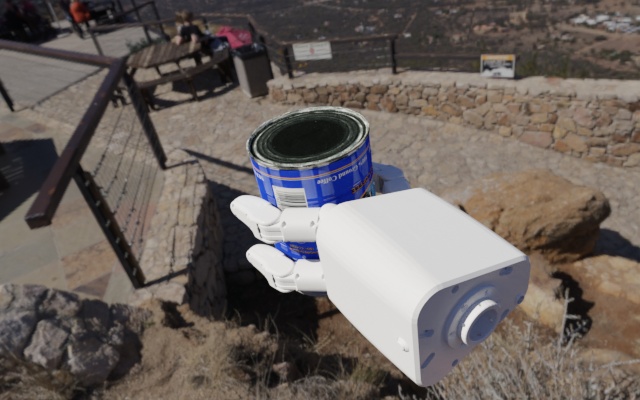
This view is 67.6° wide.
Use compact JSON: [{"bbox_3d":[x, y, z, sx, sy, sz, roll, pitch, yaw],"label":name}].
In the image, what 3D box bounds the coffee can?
[{"bbox_3d":[0.000,0.001,0.430,0.103,0.140,0.102,-7,35,5],"label":"coffee can"}]
